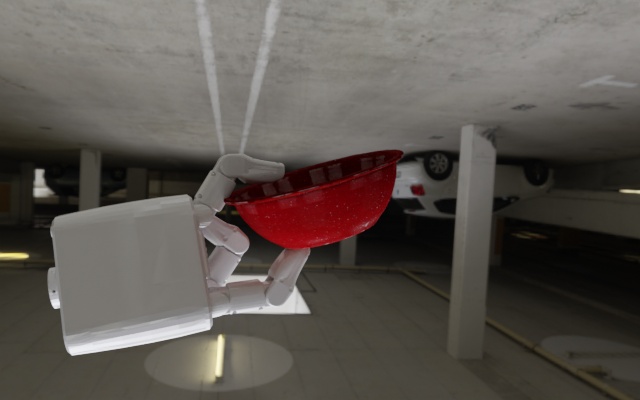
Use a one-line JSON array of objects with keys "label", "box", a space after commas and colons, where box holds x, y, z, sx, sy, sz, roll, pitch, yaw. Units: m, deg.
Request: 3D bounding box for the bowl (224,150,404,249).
[{"label": "bowl", "box": [0.001, 0.001, 0.425, 0.162, 0.055, 0.162, -15, 10, 3]}]
